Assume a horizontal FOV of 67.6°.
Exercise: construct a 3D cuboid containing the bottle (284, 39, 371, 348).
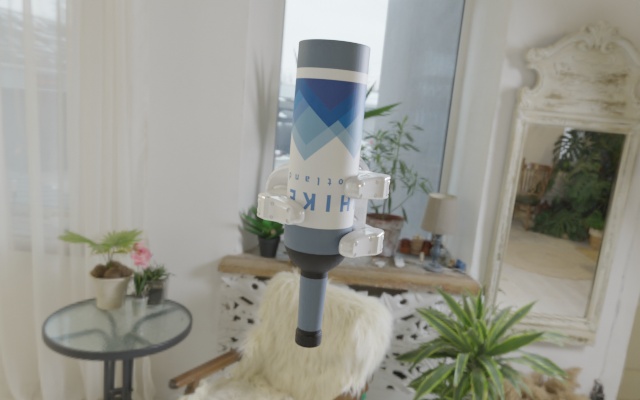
[{"bbox_3d":[0.000,0.001,0.464,0.069,0.296,0.069,5,10,-1],"label":"bottle"}]
